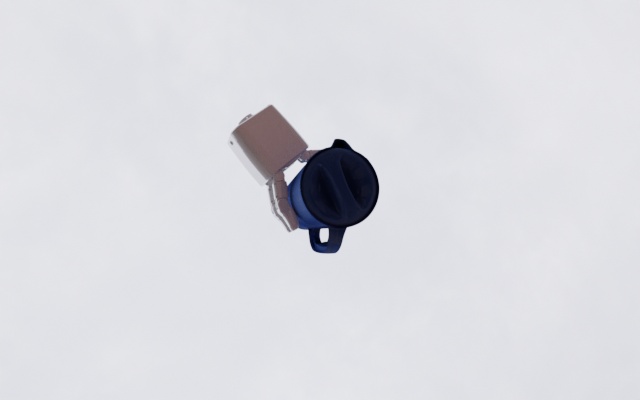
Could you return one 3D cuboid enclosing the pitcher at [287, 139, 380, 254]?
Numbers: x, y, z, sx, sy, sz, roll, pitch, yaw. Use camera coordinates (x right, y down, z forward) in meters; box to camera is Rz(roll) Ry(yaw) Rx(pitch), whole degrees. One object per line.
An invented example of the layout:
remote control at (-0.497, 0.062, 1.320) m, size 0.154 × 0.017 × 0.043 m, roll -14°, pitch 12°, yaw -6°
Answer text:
pitcher at (0.000, 0.003, 0.865) m, size 0.149 × 0.145 × 0.243 m, roll -43°, pitch 5°, yaw -17°
